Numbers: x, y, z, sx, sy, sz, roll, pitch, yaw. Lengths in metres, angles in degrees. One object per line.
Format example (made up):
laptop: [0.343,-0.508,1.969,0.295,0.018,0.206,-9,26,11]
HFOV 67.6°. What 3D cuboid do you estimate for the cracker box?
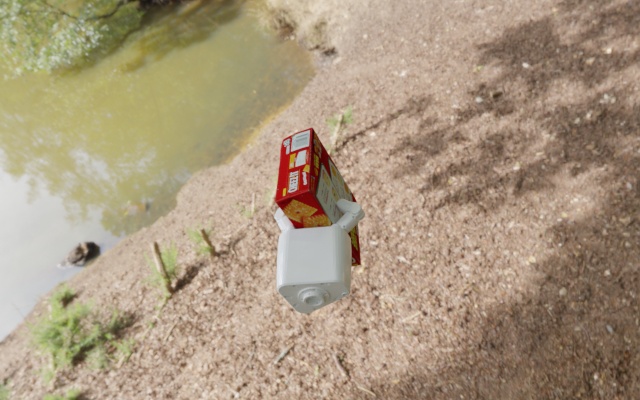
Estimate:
cracker box: [0.000,0.003,0.866,0.072,0.164,0.214,-17,-47,18]
